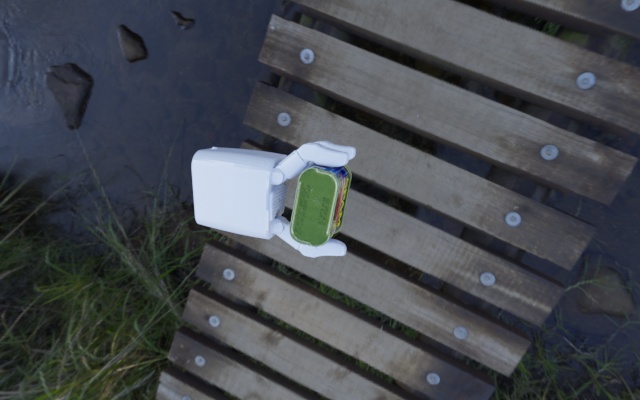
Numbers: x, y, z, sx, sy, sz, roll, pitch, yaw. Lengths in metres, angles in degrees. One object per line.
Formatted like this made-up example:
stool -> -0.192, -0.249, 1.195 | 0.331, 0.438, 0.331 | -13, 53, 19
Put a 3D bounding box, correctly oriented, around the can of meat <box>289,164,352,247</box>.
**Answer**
can of meat -> 0.000, 0.002, 0.611 | 0.057, 0.102, 0.084 | 13, 12, 10
